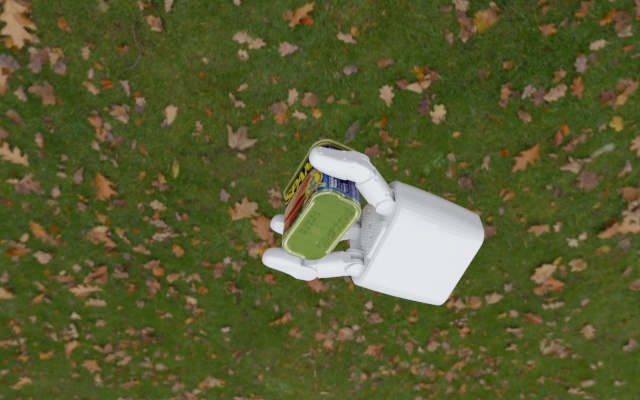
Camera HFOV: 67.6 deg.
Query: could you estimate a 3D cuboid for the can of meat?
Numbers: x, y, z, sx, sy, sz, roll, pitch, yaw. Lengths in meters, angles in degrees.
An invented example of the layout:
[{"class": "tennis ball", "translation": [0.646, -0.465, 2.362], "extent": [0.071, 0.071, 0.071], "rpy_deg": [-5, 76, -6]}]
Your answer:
[{"class": "can of meat", "translation": [0.000, 0.002, 0.501], "extent": [0.057, 0.083, 0.102], "rpy_deg": [22, -52, -18]}]
